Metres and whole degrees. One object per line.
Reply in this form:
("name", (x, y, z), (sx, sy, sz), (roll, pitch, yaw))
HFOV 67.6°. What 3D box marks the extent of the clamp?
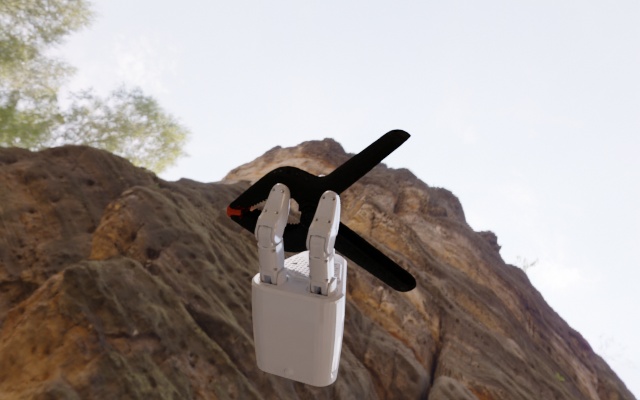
("clamp", (0.000, 0.002, 0.492), (0.210, 0.165, 0.036), (9, 20, 19))
